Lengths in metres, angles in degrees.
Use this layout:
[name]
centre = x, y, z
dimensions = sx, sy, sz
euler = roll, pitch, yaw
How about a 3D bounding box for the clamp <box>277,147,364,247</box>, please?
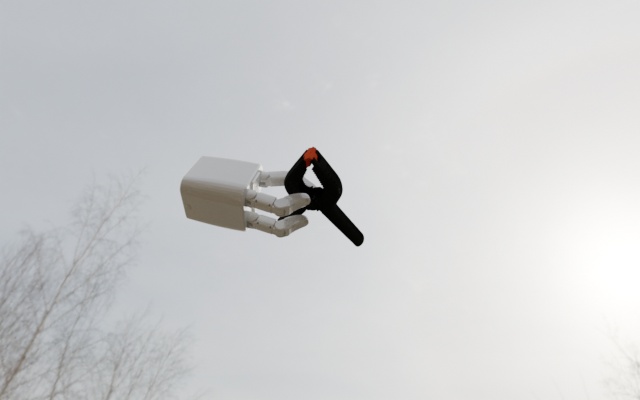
[clamp]
centre = 0.000, 0.002, 0.784
dimensions = 0.164, 0.036, 0.210
euler = 11, -42, 5
